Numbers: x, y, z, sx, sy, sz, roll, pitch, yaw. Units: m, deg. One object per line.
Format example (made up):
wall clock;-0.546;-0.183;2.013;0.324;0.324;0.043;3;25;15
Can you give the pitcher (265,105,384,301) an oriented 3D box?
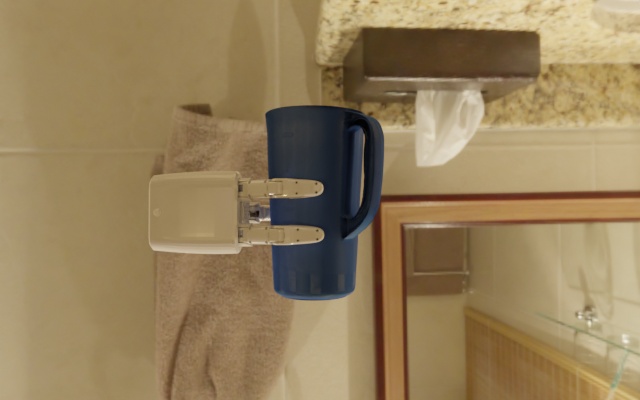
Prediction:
pitcher;0.000;0.002;0.621;0.145;0.243;0.149;0;-1;-3
